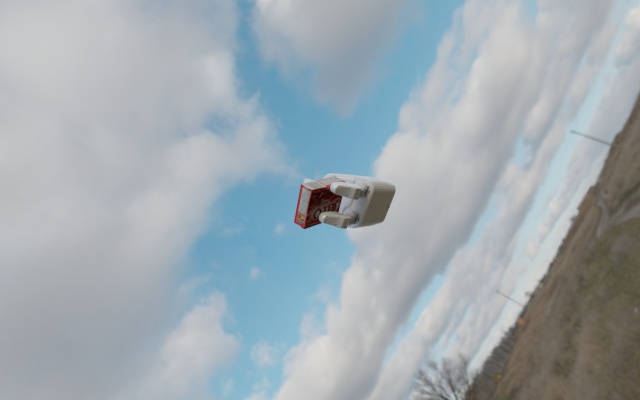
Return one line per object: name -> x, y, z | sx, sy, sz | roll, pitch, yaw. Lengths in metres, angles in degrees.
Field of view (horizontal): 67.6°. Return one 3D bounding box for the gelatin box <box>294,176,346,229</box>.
gelatin box -> 0.000, 0.003, 0.808 | 0.030, 0.073, 0.089 | 30, 30, 34
